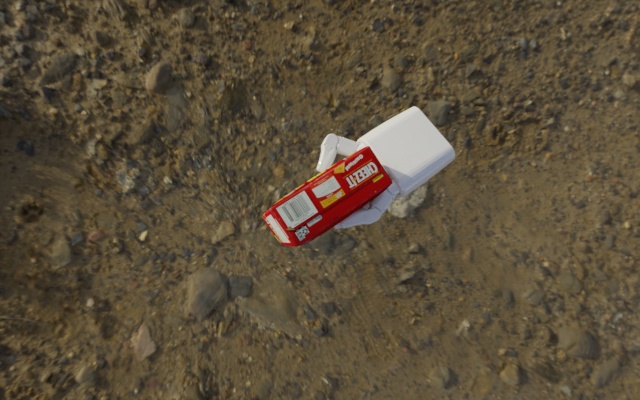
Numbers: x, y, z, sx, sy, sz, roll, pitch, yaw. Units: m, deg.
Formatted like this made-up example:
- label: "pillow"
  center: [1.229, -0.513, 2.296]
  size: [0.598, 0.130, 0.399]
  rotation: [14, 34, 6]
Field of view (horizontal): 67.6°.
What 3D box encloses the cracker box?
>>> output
- label: "cracker box"
  center: [0.000, 0.002, 0.738]
  size: [0.164, 0.072, 0.214]
  rotation: [-33, 1, -10]
